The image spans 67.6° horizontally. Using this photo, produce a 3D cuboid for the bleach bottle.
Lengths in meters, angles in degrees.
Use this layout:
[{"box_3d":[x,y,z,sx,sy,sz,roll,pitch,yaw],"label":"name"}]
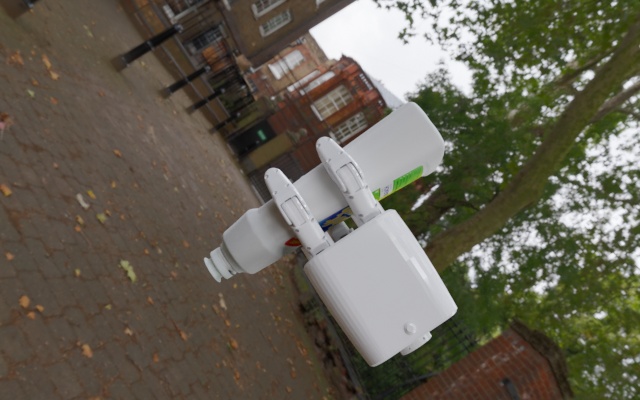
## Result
[{"box_3d":[0.000,0.001,0.480,0.251,0.068,0.102,-33,-11,-3],"label":"bleach bottle"}]
